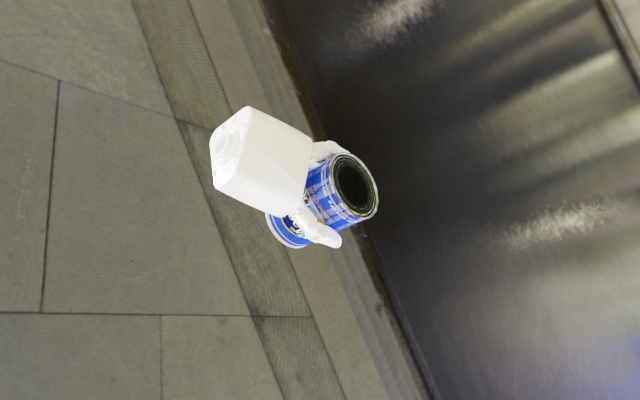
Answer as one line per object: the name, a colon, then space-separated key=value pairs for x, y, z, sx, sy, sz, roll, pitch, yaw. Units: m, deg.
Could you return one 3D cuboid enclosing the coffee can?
coffee can: x=0.000 y=0.003 z=0.715 sx=0.140 sy=0.102 sz=0.103 roll=-27 pitch=-17 yaw=38
